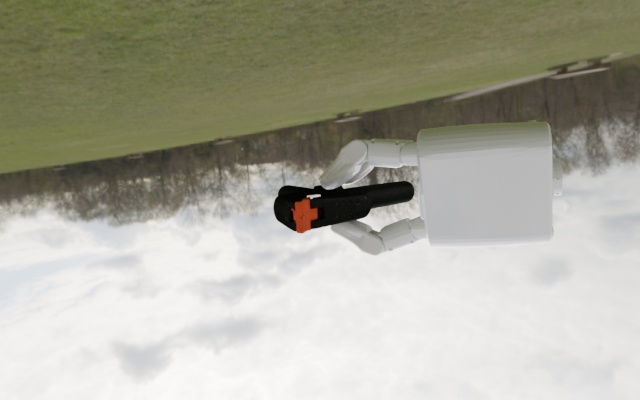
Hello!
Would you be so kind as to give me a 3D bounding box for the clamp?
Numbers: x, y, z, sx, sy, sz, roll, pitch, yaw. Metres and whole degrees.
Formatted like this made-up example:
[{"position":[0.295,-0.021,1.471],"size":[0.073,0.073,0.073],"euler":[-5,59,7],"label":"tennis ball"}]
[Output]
[{"position":[0.000,0.002,0.495],"size":[0.164,0.036,0.210],"euler":[-2,6,20],"label":"clamp"}]
